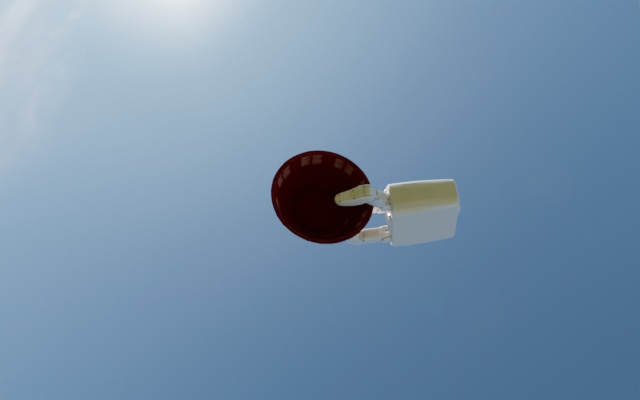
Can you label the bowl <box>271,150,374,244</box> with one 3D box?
[{"bbox_3d":[-0.001,0.002,0.758,0.162,0.162,0.055,0,-26,-11],"label":"bowl"}]
